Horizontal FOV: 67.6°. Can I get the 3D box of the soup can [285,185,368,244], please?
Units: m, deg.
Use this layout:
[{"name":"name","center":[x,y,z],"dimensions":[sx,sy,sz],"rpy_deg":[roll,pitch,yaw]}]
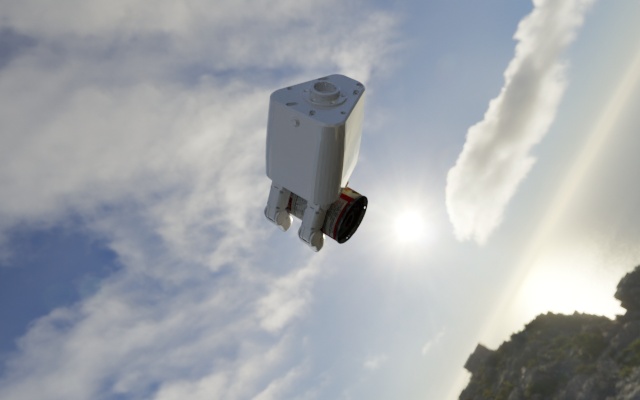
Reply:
[{"name":"soup can","center":[0.000,0.002,0.613],"dimensions":[0.102,0.068,0.068],"rpy_deg":[29,12,23]}]
